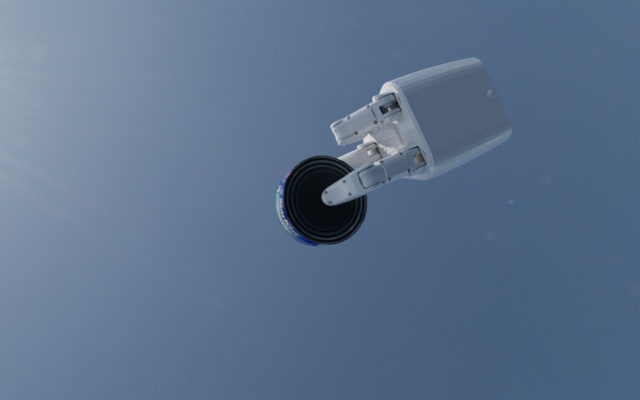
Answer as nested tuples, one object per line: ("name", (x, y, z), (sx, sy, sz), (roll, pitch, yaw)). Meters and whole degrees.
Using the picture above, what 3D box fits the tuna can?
("tuna can", (0.000, 0.002, 0.466), (0.086, 0.086, 0.034), (0, -9, -21))
